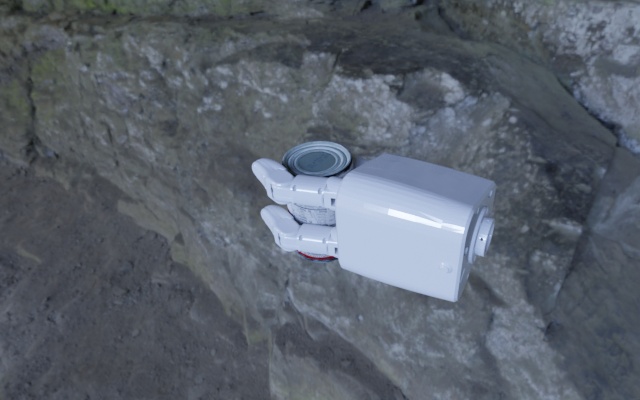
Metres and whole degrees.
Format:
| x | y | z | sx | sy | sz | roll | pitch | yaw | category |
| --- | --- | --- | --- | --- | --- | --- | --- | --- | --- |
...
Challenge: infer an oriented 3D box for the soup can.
| x | y | z | sx | sy | sz | roll | pitch | yaw | category |
| --- | --- | --- | --- | --- | --- | --- | --- | --- | --- |
| 0.000 | 0.001 | 0.472 | 0.068 | 0.102 | 0.068 | -3 | 37 | 2 | soup can |
